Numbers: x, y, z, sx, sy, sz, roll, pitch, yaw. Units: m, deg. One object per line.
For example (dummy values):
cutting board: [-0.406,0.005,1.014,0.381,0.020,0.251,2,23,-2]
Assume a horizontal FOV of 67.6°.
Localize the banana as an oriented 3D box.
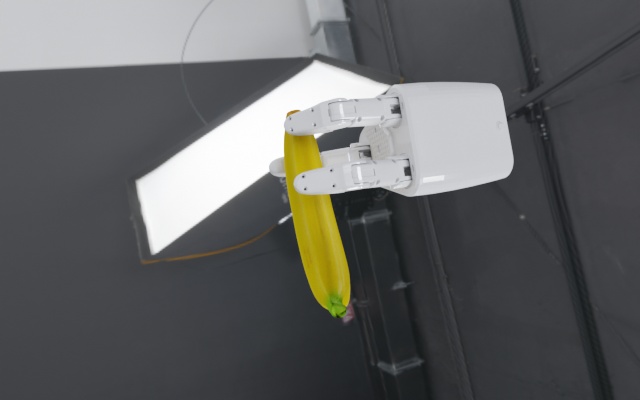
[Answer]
banana: [-0.003,0.014,0.422,0.037,0.197,0.070,-7,-28,-16]
